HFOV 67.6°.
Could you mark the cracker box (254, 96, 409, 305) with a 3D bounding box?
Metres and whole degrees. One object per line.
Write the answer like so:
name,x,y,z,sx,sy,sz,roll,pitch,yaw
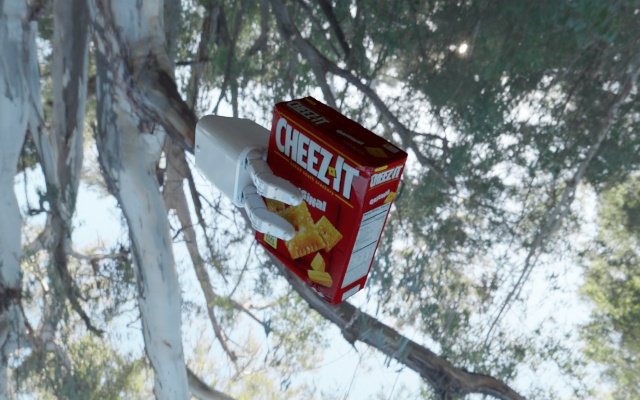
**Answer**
cracker box,0.000,0.002,0.604,0.072,0.214,0.164,-23,48,-41
